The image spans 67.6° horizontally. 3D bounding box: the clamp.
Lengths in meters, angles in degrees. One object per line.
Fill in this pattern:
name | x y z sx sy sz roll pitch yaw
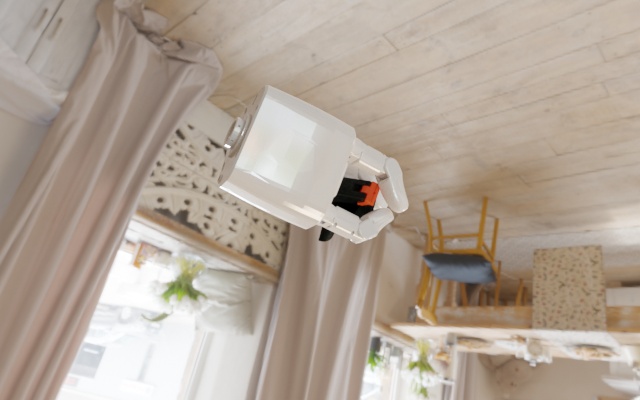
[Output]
clamp | 0.000 0.002 0.586 0.120 0.039 0.171 26 -28 -20
